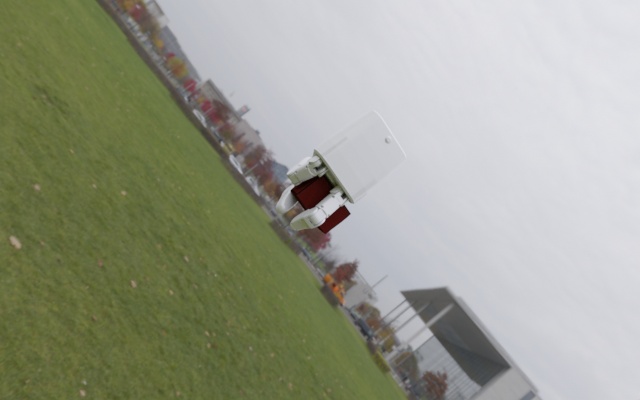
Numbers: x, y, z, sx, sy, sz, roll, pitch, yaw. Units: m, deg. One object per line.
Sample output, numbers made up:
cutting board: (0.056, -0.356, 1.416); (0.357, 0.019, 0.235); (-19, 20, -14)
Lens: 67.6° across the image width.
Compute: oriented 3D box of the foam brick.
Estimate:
foam brick: (0.000, 0.003, 0.722); (0.051, 0.078, 0.053); (-37, 16, -6)
